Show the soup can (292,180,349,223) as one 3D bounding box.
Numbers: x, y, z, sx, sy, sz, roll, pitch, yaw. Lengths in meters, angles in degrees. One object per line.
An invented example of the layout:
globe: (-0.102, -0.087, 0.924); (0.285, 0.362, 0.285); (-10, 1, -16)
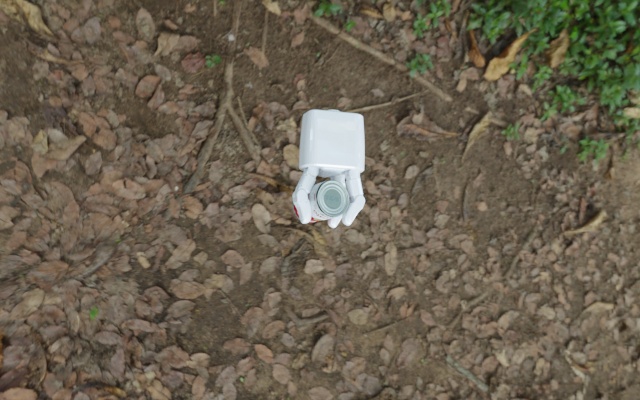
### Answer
soup can: (0.000, 0.003, 0.876); (0.068, 0.068, 0.102); (0, -8, -28)
